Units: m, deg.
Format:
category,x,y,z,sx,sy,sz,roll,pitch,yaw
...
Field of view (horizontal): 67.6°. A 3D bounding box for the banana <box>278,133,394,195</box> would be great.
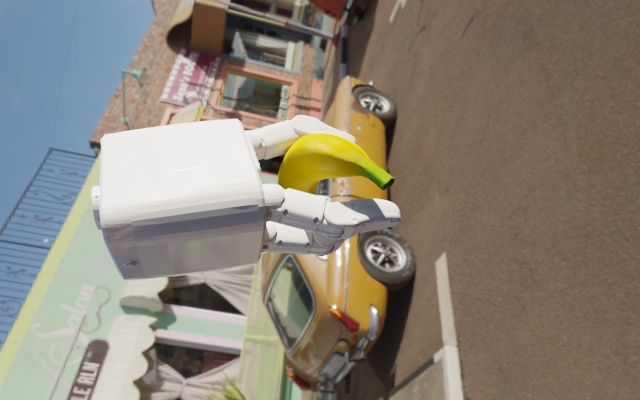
category,x,y,z,sx,sy,sz,roll,pitch,yaw
banana,-0.008,-0.016,0.414,0.037,0.069,0.198,-29,-1,-21
